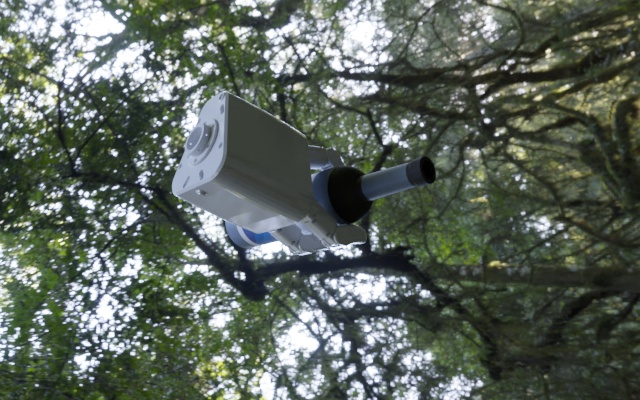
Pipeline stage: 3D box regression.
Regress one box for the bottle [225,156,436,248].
[{"bbox_3d":[0.000,0.002,0.556,0.296,0.069,0.069,-17,-12,43],"label":"bottle"}]
